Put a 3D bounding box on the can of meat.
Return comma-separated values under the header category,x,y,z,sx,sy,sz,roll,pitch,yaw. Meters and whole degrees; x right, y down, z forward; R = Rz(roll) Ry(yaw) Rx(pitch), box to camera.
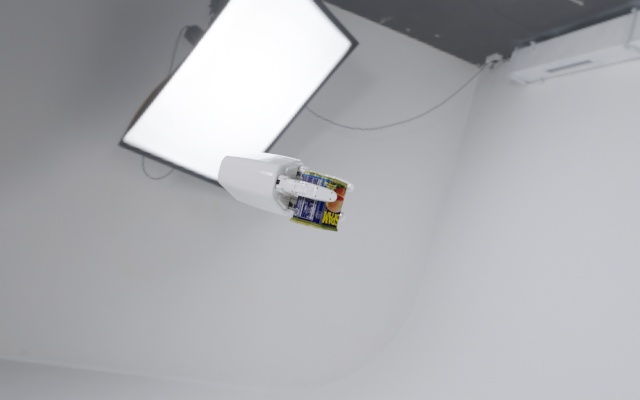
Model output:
category,x,y,z,sx,sy,sz,roll,pitch,yaw
can of meat,0.000,0.002,0.785,0.057,0.084,0.102,14,-1,24
